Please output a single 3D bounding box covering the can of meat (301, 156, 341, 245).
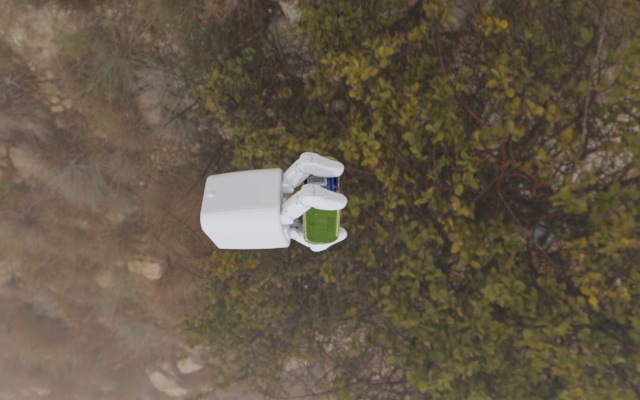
[{"bbox_3d":[0.000,0.003,0.683,0.057,0.083,0.102,-1,-40,0],"label":"can of meat"}]
